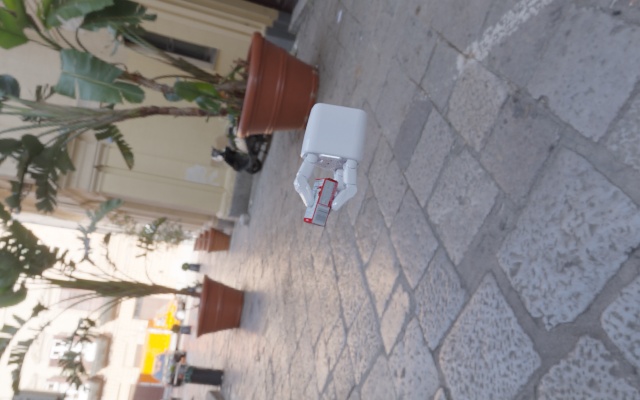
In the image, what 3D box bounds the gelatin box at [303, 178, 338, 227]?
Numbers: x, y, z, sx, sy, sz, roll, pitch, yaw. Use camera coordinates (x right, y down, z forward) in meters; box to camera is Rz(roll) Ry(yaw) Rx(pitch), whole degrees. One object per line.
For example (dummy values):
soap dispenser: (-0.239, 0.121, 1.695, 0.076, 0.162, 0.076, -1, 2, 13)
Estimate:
gelatin box: (0.000, 0.003, 0.900, 0.030, 0.089, 0.073, 19, -5, -14)
